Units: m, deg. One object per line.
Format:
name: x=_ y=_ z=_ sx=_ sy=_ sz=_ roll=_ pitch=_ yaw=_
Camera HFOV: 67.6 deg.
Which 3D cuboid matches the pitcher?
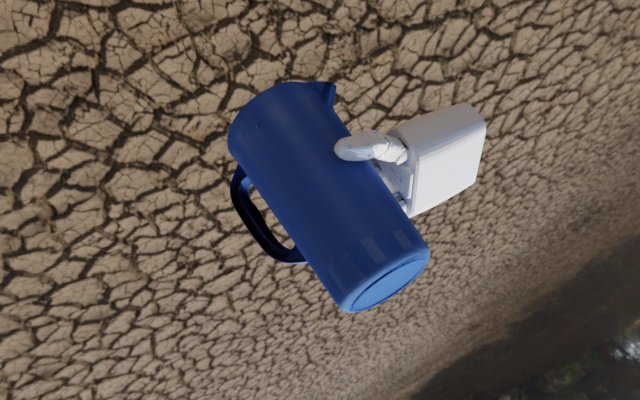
pitcher: x=0.000 y=0.002 z=0.527 sx=0.145 sy=0.242 sz=0.149 roll=-23 pitch=-28 yaw=-21
